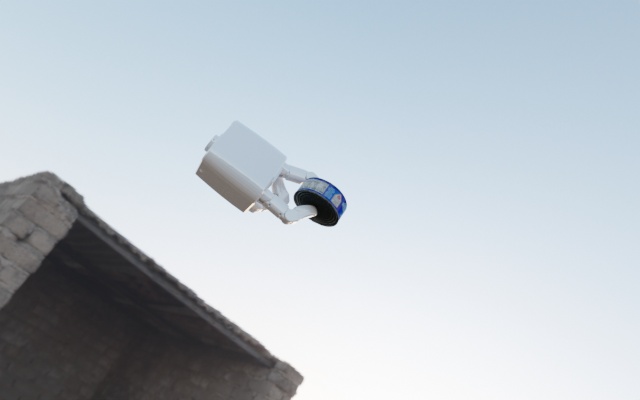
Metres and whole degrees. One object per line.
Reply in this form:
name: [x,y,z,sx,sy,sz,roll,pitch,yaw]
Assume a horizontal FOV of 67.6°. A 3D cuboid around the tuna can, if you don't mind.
tuna can: [0.000,0.002,0.785,0.086,0.033,0.086,25,-32,17]
